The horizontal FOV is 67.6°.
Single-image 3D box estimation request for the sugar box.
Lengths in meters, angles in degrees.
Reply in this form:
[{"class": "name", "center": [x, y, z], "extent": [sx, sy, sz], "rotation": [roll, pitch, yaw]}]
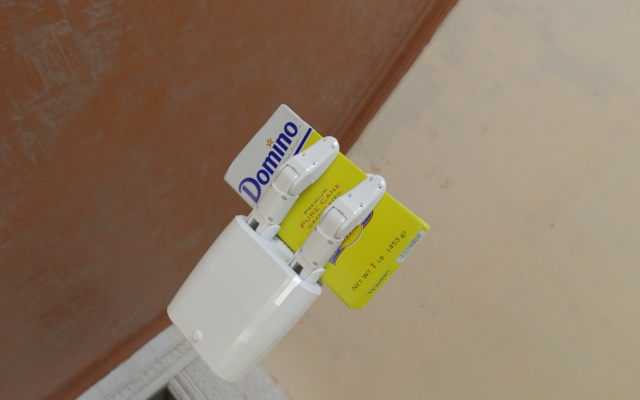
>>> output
[{"class": "sugar box", "center": [0.000, 0.001, 0.426], "extent": [0.176, 0.093, 0.048], "rotation": [42, 5, 21]}]
